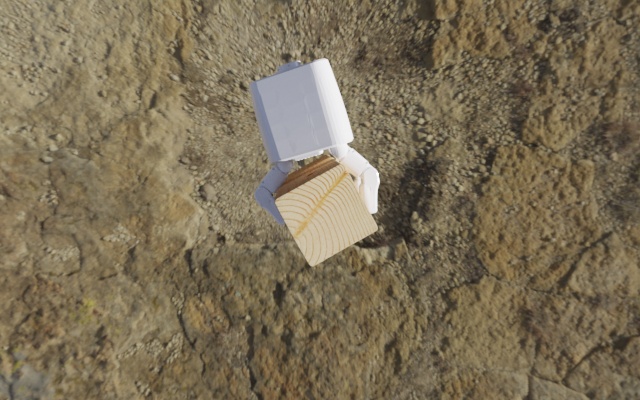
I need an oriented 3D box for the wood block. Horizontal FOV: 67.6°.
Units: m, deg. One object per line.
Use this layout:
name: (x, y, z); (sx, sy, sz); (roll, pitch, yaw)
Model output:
wood block: (0.000, 0.002, 0.635); (0.091, 0.090, 0.206); (-29, 9, 1)
